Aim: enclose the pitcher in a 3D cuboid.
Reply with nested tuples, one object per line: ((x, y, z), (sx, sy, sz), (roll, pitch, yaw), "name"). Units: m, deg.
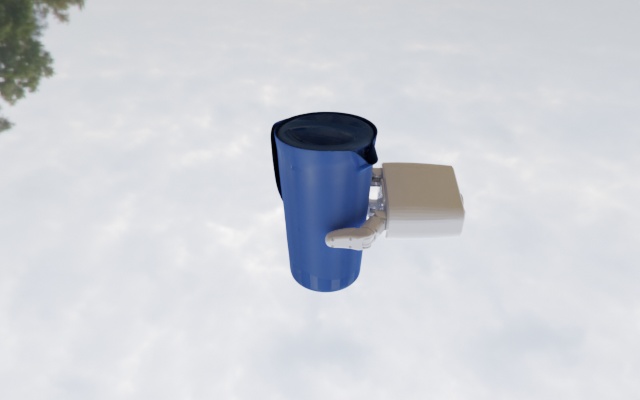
((0.000, 0.002, 0.678), (0.145, 0.243, 0.149), (0, 31, -1), "pitcher")
